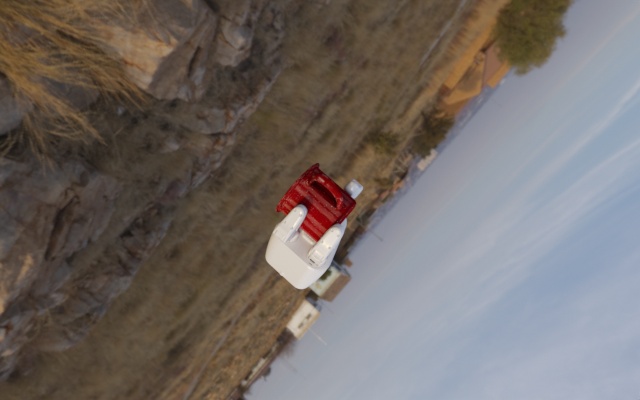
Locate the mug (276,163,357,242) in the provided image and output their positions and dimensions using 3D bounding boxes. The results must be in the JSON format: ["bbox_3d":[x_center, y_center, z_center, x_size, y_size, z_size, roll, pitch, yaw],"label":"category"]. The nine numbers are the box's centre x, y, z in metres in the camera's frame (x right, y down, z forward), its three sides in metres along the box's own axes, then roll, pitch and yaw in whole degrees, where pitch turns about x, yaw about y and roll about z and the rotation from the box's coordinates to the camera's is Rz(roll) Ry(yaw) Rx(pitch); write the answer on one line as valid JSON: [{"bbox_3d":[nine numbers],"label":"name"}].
[{"bbox_3d":[0.001,0.002,0.671,0.093,0.081,0.117,-45,-7,-30],"label":"mug"}]
